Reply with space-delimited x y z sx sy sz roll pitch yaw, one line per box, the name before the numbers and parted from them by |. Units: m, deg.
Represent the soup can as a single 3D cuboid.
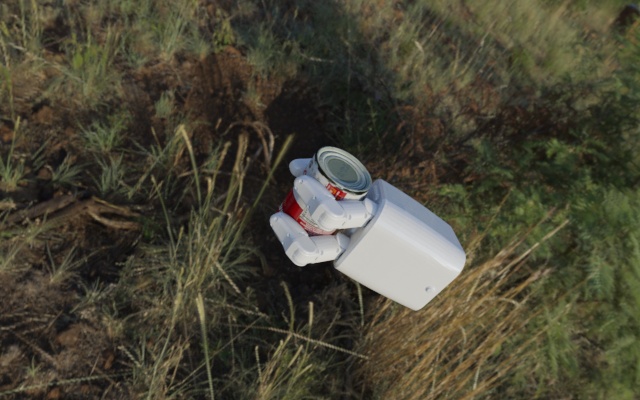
soup can | 0.000 0.001 0.508 0.068 0.068 0.102 0 -42 -40
